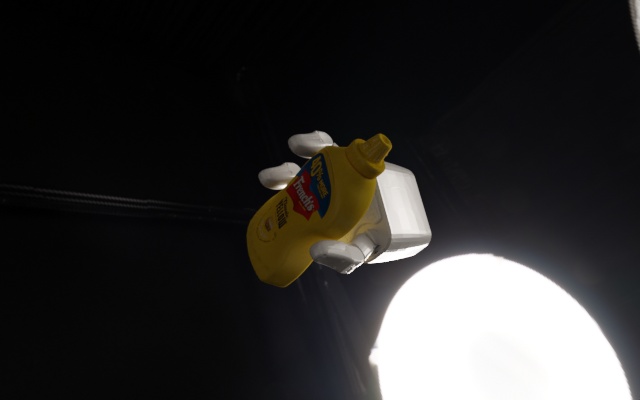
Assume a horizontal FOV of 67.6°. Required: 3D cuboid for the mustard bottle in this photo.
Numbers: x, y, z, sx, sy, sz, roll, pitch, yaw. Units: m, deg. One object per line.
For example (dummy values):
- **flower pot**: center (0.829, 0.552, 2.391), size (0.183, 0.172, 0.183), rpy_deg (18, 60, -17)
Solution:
- **mustard bottle**: center (0.000, 0.002, 0.487), size (0.058, 0.096, 0.192), rpy_deg (25, -53, -33)
